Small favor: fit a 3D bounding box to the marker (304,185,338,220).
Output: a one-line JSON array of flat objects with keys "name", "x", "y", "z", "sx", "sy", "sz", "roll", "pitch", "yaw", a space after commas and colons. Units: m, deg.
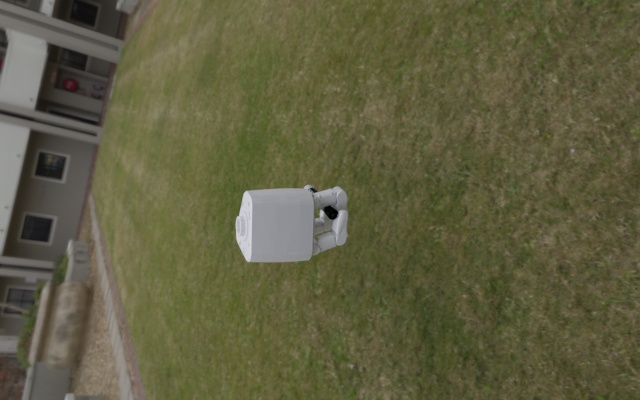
[{"name": "marker", "x": 0.000, "y": 0.003, "z": 0.827, "sx": 0.020, "sy": 0.020, "sz": 0.121, "roll": 0, "pitch": 23, "yaw": -24}]
